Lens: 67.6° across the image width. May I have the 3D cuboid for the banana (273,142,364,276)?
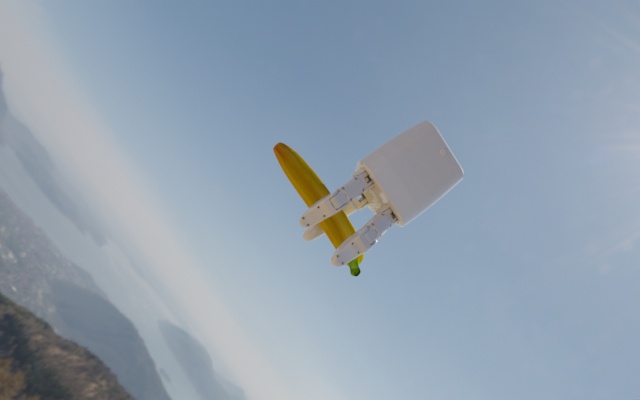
[{"bbox_3d":[0.004,0.009,0.618,0.037,0.197,0.070,-34,-14,-1],"label":"banana"}]
